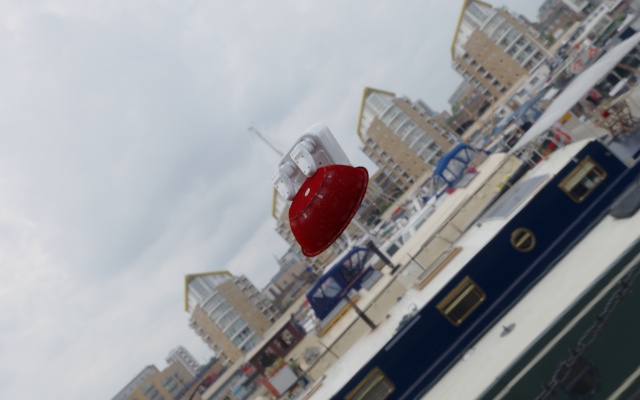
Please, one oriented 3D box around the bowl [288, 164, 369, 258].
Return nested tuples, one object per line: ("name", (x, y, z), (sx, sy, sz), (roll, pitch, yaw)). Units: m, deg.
("bowl", (0.000, 0.003, 0.711), (0.055, 0.162, 0.162), (34, -12, -18))
